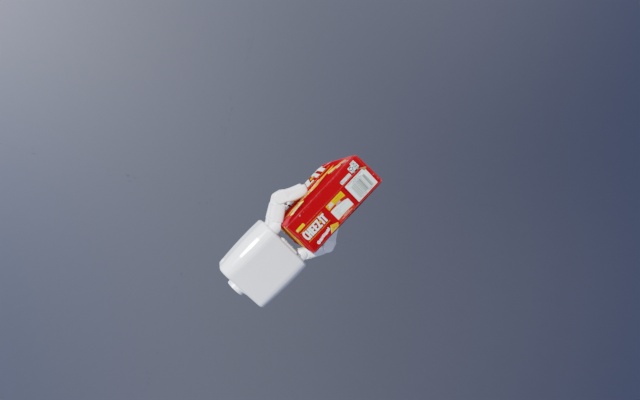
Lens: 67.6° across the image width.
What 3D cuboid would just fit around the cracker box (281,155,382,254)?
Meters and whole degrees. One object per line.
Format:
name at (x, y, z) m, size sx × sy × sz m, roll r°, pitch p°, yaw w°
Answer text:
cracker box at (0.000, 0.003, 0.850) m, size 0.072 × 0.164 × 0.213 m, roll 45°, pitch -8°, yaw -9°
